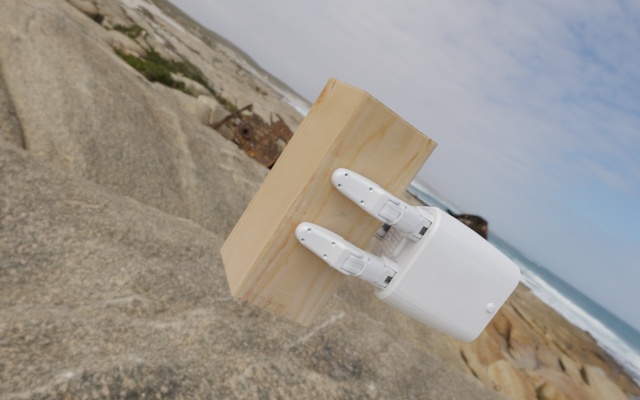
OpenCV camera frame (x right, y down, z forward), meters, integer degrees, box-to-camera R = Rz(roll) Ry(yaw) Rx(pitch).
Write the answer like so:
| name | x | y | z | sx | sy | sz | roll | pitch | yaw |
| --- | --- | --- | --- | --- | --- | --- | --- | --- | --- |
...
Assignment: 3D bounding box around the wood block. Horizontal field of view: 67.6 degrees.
| name | x | y | z | sx | sy | sz | roll | pitch | yaw |
| --- | --- | --- | --- | --- | --- | --- | --- | --- | --- |
| wood block | 0.000 | 0.001 | 0.451 | 0.090 | 0.206 | 0.090 | 29 | 10 | -26 |
